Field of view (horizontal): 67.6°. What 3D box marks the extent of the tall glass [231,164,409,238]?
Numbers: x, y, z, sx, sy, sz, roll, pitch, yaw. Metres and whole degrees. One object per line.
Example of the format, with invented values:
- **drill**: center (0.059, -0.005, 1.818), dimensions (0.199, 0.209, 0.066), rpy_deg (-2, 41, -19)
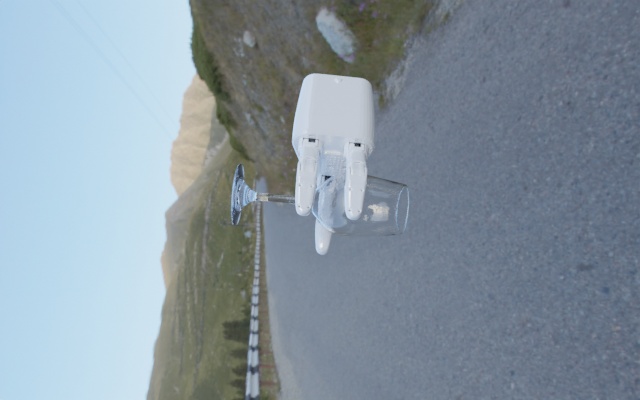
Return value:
- **tall glass**: center (-0.001, 0.002, 0.570), dimensions (0.201, 0.079, 0.079), rpy_deg (5, 0, -1)
